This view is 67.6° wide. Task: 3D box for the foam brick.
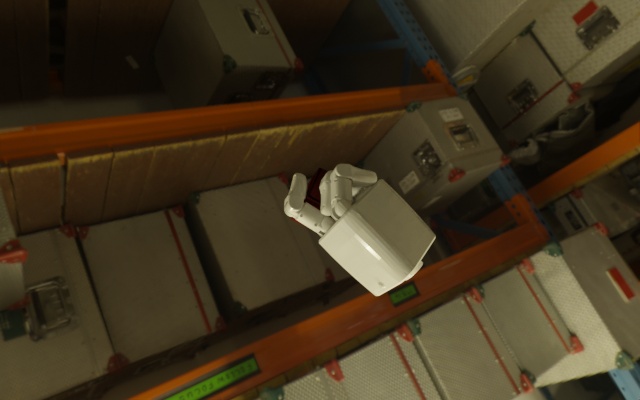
[{"bbox_3d":[0.000,0.002,0.664,0.051,0.053,0.078,27,-31,-8],"label":"foam brick"}]
